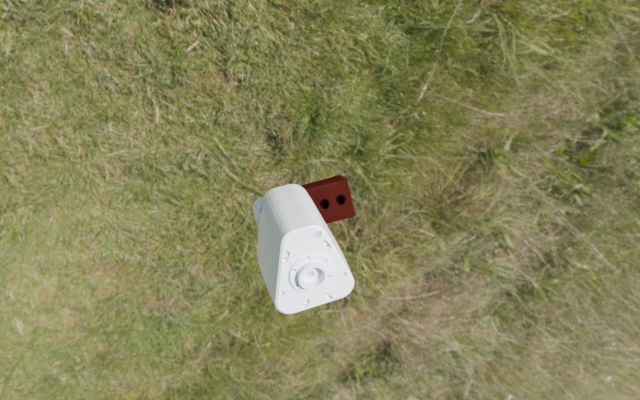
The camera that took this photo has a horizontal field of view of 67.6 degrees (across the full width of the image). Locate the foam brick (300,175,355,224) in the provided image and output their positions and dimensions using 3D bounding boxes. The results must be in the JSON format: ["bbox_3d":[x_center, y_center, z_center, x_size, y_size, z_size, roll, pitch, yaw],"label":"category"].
[{"bbox_3d":[0.000,0.002,0.634,0.078,0.053,0.051,-16,11,-10],"label":"foam brick"}]
